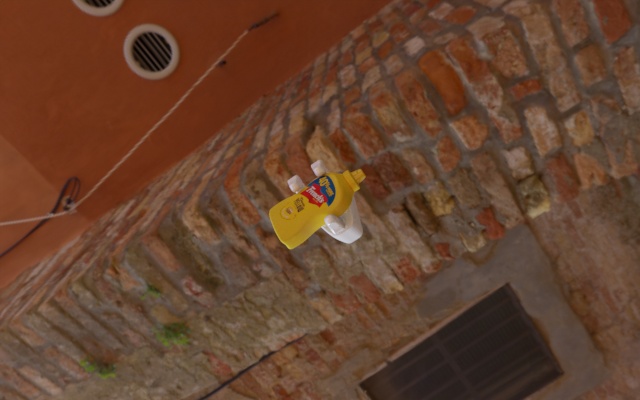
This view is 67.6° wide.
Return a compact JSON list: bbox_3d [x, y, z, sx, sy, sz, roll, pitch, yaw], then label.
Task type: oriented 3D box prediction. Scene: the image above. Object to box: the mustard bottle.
[{"bbox_3d":[0.000,0.003,0.884,0.191,0.096,0.058,-34,-47,7],"label":"mustard bottle"}]
